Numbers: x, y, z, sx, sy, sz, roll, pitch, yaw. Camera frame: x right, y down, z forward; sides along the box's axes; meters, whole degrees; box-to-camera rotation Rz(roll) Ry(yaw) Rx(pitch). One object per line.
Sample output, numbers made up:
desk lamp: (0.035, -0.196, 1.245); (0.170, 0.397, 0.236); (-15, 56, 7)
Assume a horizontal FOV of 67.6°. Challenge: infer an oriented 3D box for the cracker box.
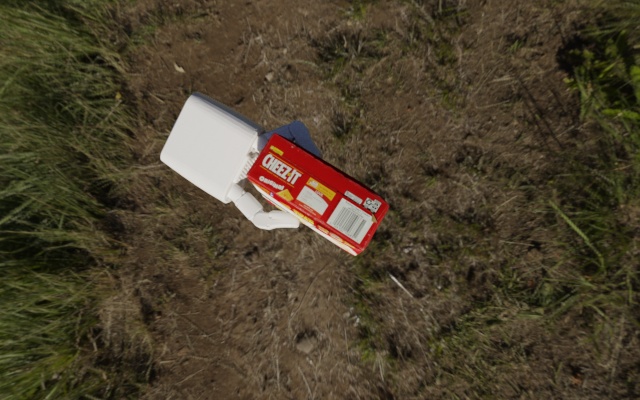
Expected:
cracker box: (0.000, 0.002, 0.651); (0.164, 0.072, 0.214); (32, -6, 6)
